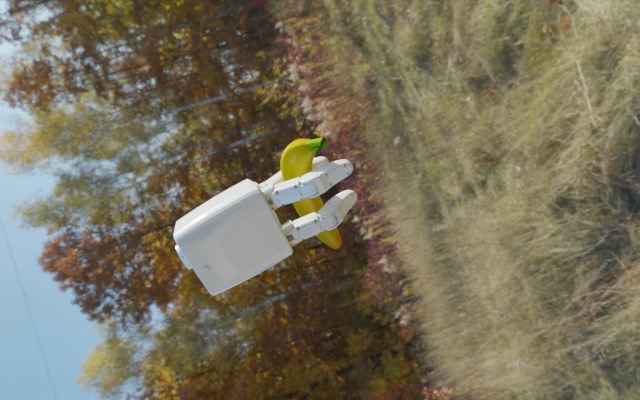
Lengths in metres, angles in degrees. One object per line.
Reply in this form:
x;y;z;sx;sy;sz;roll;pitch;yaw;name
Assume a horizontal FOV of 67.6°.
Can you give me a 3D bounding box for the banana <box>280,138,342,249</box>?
-0.013;-0.009;0.596;0.069;0.198;0.037;34;63;32;banana
